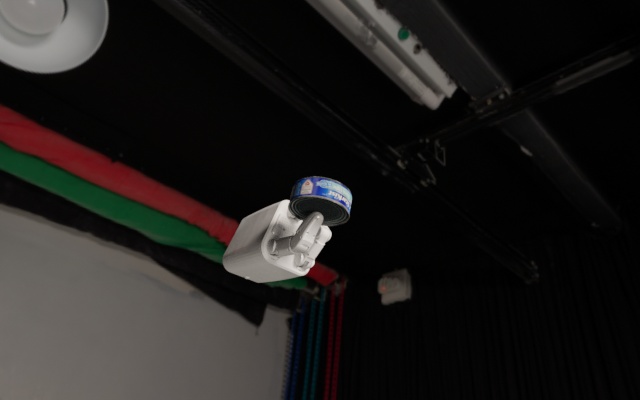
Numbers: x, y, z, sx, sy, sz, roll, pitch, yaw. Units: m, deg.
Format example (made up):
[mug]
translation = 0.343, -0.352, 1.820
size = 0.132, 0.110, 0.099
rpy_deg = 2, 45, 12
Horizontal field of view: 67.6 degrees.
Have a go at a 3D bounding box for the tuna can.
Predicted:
[tuna can]
translation = 0.000, 0.002, 0.661
size = 0.086, 0.033, 0.086
rpy_deg = 9, -27, 4
